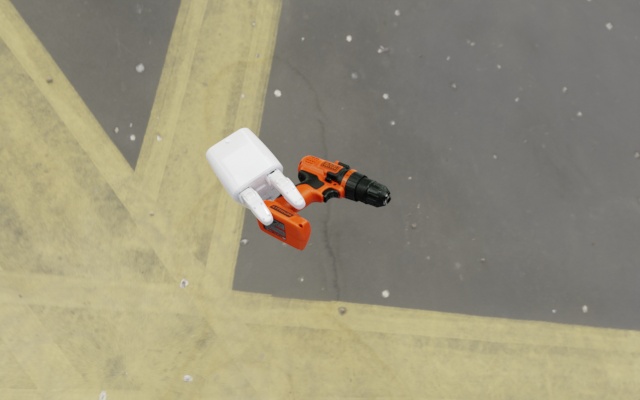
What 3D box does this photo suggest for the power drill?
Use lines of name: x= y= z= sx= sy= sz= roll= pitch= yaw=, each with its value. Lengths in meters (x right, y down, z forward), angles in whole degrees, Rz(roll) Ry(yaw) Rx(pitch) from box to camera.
power drill: x=0.000 y=0.003 z=0.797 sx=0.184 sy=0.057 sz=0.187 roll=22 pitch=43 yaw=31
